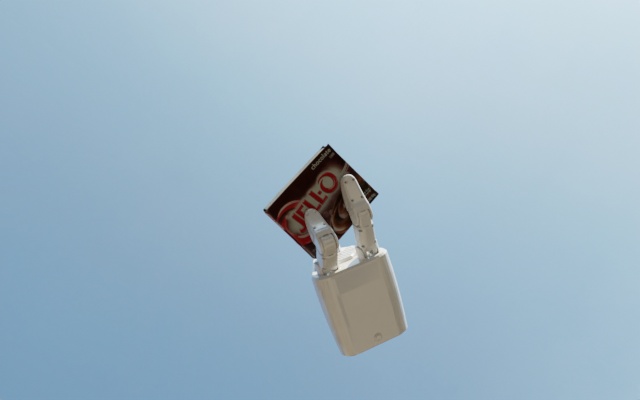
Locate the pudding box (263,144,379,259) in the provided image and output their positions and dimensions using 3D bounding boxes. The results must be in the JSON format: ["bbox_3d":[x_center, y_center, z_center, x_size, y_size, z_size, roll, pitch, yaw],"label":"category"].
[{"bbox_3d":[0.000,0.002,0.583,0.090,0.113,0.039,44,-10,-13],"label":"pudding box"}]
